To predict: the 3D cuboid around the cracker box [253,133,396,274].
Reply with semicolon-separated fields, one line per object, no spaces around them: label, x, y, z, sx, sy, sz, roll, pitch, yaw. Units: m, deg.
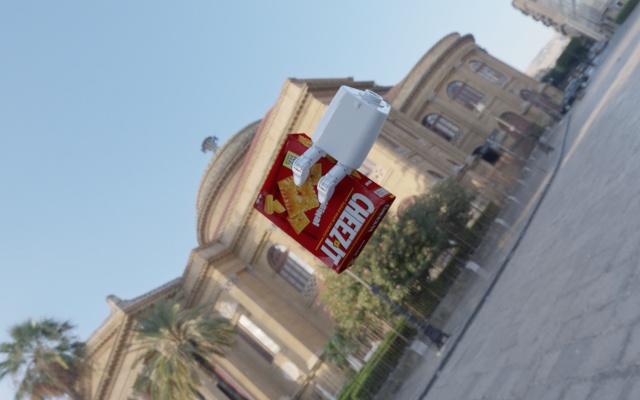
cracker box;0.000;0.003;0.863;0.213;0.164;0.072;37;23;16
